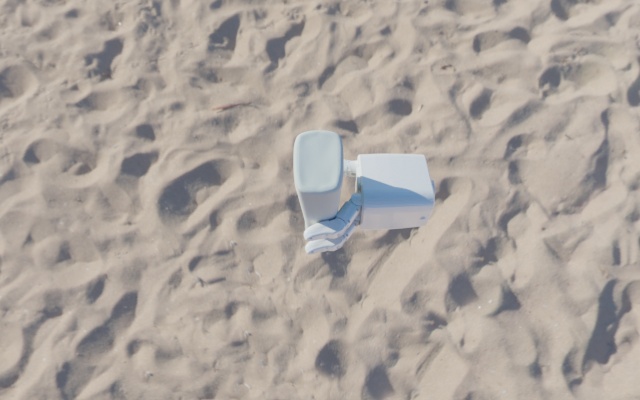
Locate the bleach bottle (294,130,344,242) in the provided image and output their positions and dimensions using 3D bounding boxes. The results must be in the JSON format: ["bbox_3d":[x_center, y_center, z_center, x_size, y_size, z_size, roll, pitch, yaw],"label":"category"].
[{"bbox_3d":[0.000,0.003,0.742,0.068,0.102,0.251,0,-26,1],"label":"bleach bottle"}]
